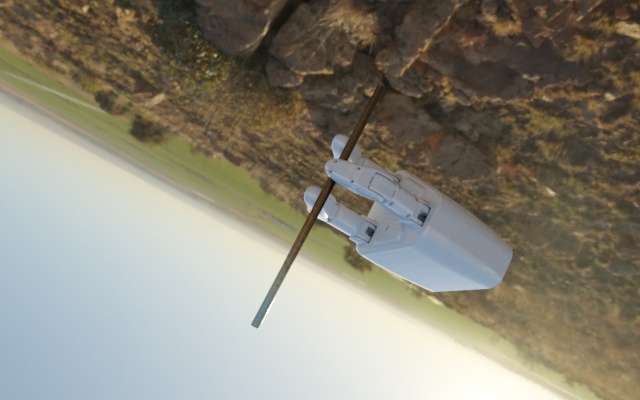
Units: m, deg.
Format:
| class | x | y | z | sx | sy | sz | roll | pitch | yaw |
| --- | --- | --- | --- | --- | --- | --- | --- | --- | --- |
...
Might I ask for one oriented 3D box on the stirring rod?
| class | x | y | z | sx | sy | sz | roll | pitch | yaw |
| --- | --- | --- | --- | --- | --- | --- | --- | --- | --- |
| stirring rod | 0.000 | 0.001 | 0.420 | 0.011 | 0.239 | 0.011 | 27 | -8 | 4 |
